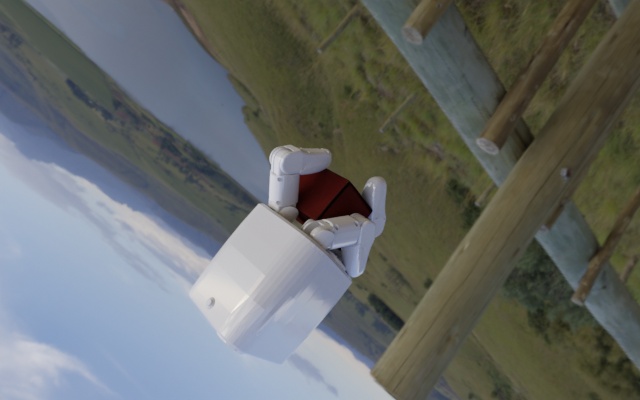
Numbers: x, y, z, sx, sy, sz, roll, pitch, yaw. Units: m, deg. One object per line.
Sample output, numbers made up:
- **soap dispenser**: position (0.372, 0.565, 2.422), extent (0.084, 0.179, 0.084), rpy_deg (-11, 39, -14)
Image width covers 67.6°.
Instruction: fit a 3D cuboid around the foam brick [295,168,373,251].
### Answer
- **foam brick**: position (0.000, 0.001, 0.465), extent (0.078, 0.051, 0.053), rpy_deg (31, -13, 47)
